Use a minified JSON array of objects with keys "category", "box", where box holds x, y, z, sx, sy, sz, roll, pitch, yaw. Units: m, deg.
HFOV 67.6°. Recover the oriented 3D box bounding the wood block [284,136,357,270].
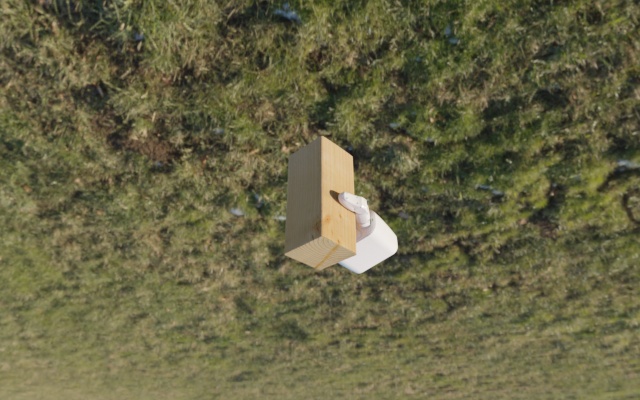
[{"category":"wood block","box":[0.001,0.003,0.845,0.091,0.206,0.090,-27,-42,35]}]
